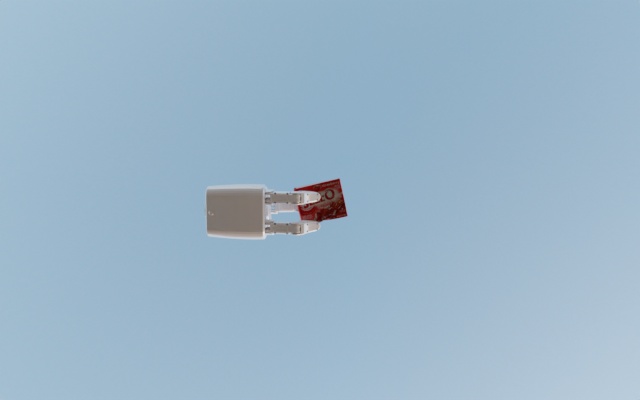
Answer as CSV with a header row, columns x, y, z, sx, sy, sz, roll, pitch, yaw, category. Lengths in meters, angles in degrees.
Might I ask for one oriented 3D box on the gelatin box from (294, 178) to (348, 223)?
x,y,z,sx,sy,sz,roll,pitch,yaw,category
0.000,0.003,0.893,0.089,0.073,0.030,-13,6,-2,gelatin box
